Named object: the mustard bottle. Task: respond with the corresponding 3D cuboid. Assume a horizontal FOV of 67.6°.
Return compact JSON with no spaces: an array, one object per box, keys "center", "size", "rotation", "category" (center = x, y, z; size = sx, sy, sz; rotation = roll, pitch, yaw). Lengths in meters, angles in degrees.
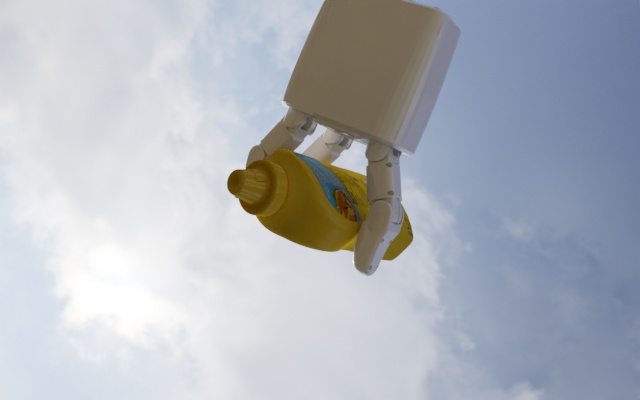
[{"center":[0.000,0.002,0.401],"size":[0.058,0.096,0.192],"rotation":[-47,-33,21],"category":"mustard bottle"}]
